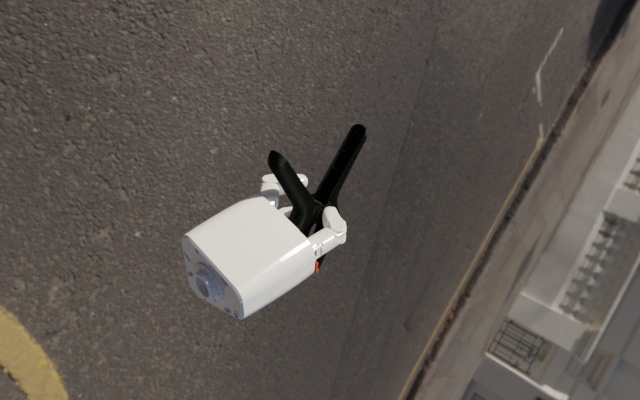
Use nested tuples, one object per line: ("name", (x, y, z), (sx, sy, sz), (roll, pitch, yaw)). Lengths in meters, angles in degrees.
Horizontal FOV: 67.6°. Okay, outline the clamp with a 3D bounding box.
("clamp", (0.001, 0.003, 0.635), (0.036, 0.210, 0.164), (30, 44, 35))
